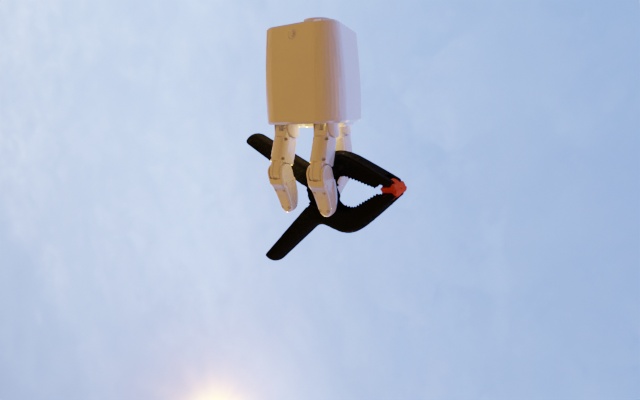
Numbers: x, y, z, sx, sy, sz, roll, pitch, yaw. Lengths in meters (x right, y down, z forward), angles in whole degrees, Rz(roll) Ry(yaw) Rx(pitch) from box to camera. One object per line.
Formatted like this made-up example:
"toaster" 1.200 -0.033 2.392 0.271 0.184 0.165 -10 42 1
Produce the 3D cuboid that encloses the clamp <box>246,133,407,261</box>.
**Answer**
"clamp" 0.001 0.001 0.565 0.210 0.164 0.036 4 15 34
